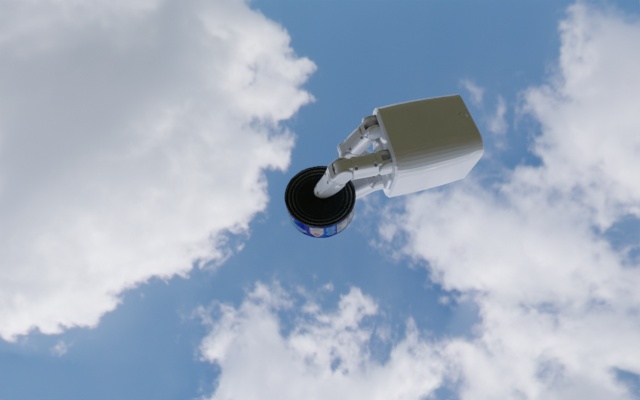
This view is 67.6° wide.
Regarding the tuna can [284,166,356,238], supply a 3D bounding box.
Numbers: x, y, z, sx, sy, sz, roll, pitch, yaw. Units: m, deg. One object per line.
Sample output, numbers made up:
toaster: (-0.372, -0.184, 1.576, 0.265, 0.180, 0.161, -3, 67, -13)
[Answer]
tuna can: (0.000, 0.002, 0.585, 0.086, 0.086, 0.034, 0, -30, 2)
